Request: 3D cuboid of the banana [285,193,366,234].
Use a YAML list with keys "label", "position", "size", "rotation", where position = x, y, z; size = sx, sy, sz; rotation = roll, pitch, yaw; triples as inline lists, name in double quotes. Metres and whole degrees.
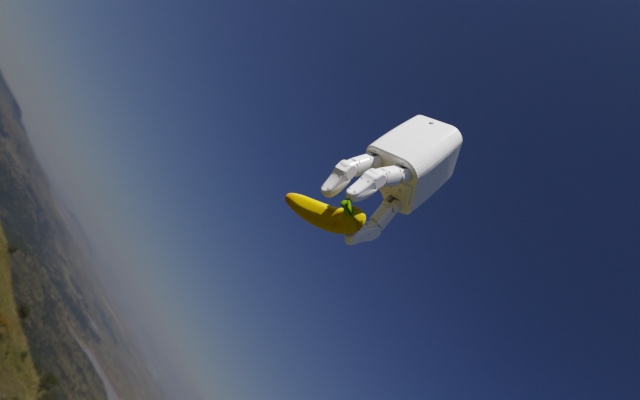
- label: "banana"
  position: [0.012, 0.017, 0.690]
  size: [0.037, 0.070, 0.198]
  rotation: [-42, 19, -21]
